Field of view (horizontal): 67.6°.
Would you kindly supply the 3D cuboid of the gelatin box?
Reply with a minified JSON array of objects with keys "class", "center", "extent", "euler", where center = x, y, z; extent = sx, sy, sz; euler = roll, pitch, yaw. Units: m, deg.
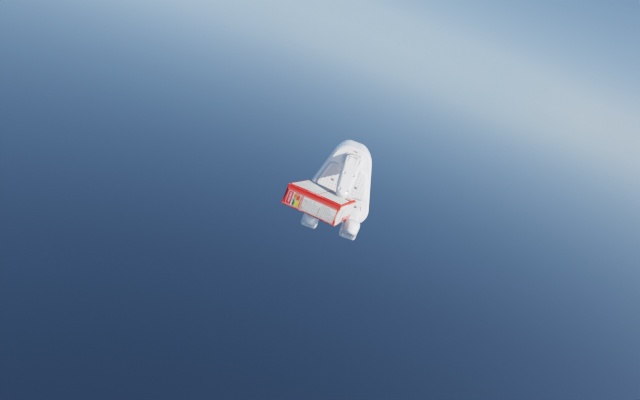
[{"class":"gelatin box","center":[0.000,0.002,0.616],"extent":[0.073,0.030,0.089],"euler":[24,11,13]}]
